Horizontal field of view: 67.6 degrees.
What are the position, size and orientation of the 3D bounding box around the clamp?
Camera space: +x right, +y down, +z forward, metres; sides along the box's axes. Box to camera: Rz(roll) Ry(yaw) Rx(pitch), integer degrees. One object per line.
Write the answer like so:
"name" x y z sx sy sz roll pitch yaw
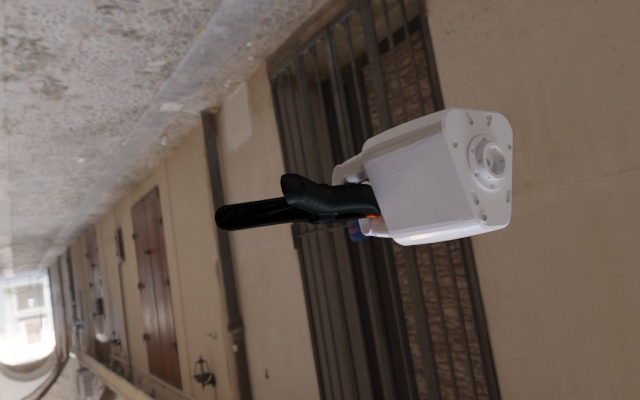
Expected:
"clamp" 0.000 0.002 0.448 0.171 0.039 0.120 -5 -7 -33
